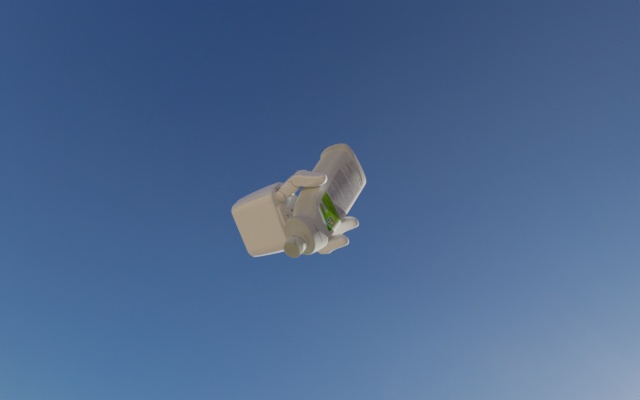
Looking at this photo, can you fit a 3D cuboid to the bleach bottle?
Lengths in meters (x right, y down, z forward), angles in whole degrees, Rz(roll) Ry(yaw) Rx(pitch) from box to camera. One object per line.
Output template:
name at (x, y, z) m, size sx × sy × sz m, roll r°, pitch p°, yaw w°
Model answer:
bleach bottle at (0.000, 0.003, 0.813) m, size 0.068 × 0.102 × 0.250 m, roll -17°, pitch 23°, yaw 34°
